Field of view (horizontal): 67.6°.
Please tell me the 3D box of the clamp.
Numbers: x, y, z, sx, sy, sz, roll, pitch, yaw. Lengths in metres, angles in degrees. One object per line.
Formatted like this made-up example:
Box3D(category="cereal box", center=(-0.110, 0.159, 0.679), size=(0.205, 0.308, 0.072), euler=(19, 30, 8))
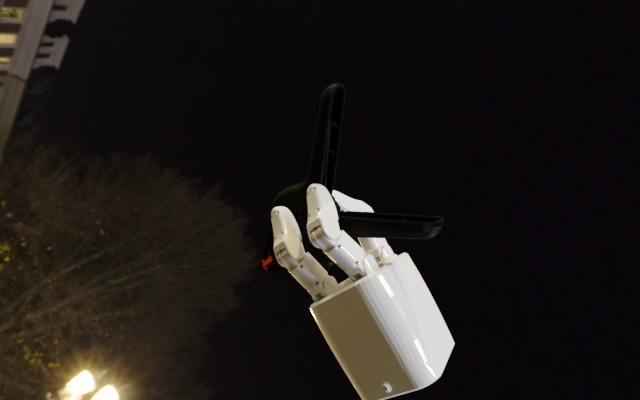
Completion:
Box3D(category="clamp", center=(0.000, 0.002, 0.475), size=(0.210, 0.164, 0.036), euler=(-36, -13, 39))
